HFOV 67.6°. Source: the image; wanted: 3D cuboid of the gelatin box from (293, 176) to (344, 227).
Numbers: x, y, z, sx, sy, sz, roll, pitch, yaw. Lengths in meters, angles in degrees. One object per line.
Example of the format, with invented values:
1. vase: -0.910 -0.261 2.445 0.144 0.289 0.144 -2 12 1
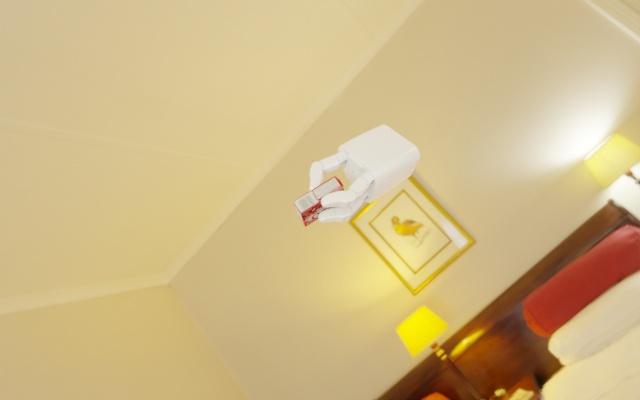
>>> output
1. gelatin box: 0.000 0.003 0.841 0.089 0.030 0.073 -31 -20 -7
